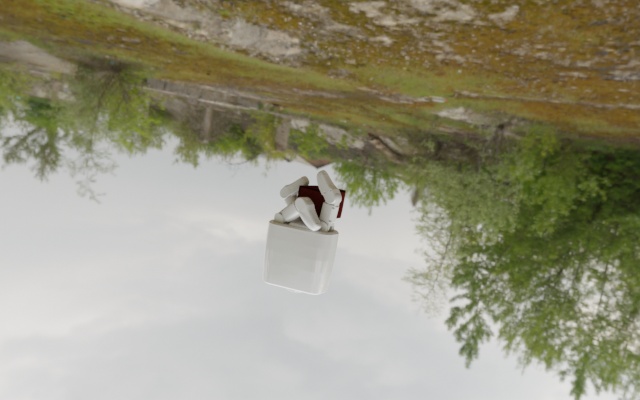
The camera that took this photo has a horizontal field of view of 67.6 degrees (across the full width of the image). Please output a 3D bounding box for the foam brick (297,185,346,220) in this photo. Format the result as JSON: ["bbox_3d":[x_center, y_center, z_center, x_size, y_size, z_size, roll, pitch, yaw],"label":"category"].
[{"bbox_3d":[0.000,0.003,0.833,0.053,0.051,0.078,13,8,31],"label":"foam brick"}]
